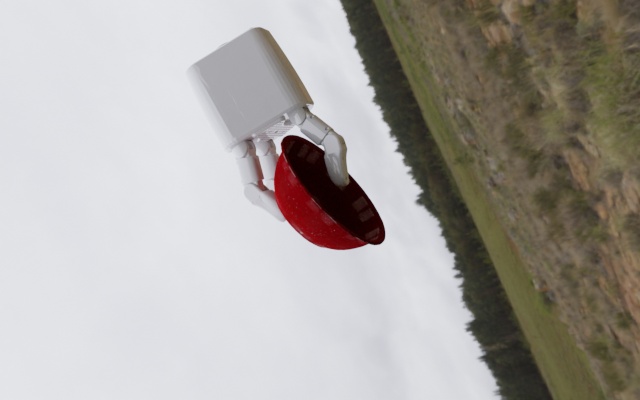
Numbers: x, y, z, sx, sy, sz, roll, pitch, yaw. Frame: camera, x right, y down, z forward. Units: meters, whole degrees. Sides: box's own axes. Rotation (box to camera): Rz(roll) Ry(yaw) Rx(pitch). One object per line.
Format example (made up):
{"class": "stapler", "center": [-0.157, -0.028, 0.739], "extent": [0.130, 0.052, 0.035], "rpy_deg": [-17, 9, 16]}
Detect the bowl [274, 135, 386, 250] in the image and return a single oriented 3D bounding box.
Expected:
{"class": "bowl", "center": [0.001, 0.003, 0.544], "extent": [0.055, 0.162, 0.162], "rpy_deg": [-44, -18, 20]}
